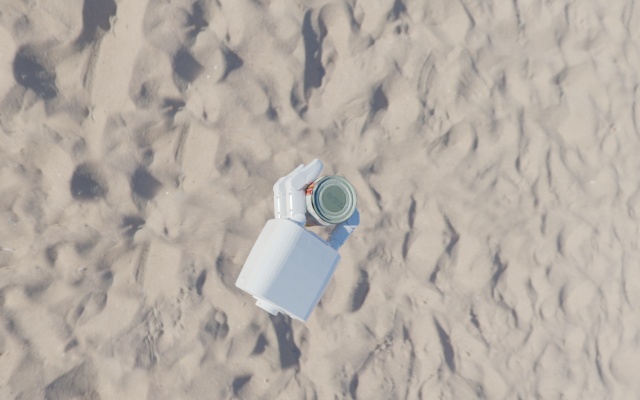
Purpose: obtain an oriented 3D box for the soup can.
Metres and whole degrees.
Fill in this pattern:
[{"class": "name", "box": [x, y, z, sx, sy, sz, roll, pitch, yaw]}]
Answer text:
[{"class": "soup can", "box": [0.001, 0.002, 0.676, 0.068, 0.068, 0.102, 0, -4, -22]}]
